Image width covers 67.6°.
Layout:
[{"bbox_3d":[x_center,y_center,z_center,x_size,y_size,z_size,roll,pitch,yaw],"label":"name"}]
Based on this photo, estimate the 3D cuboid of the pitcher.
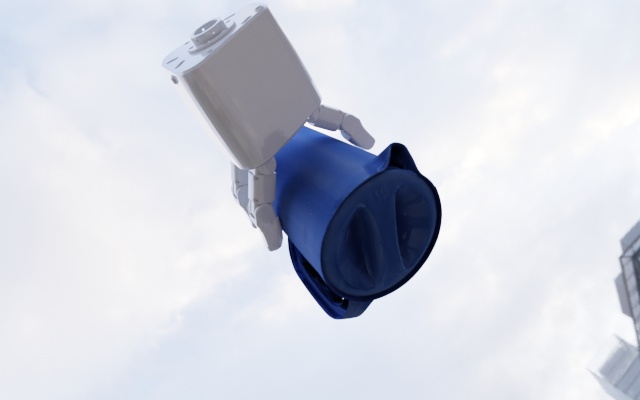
[{"bbox_3d":[0.000,0.002,0.520,0.149,0.145,0.242,-41,36,-9],"label":"pitcher"}]
